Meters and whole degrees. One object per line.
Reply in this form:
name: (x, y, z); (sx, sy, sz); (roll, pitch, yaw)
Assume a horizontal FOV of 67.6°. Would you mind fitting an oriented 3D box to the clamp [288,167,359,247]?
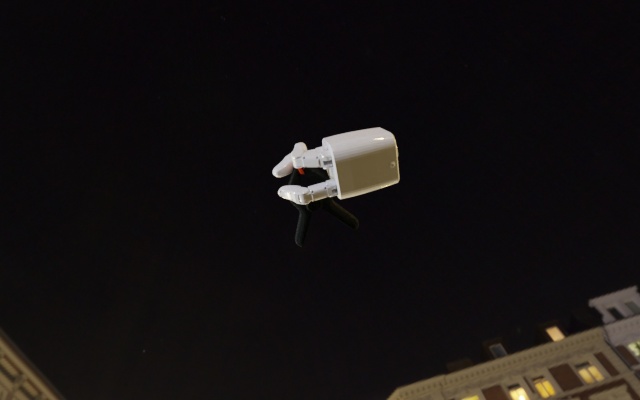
clamp: (0.000, 0.002, 0.844); (0.120, 0.172, 0.039); (-14, 34, -3)
